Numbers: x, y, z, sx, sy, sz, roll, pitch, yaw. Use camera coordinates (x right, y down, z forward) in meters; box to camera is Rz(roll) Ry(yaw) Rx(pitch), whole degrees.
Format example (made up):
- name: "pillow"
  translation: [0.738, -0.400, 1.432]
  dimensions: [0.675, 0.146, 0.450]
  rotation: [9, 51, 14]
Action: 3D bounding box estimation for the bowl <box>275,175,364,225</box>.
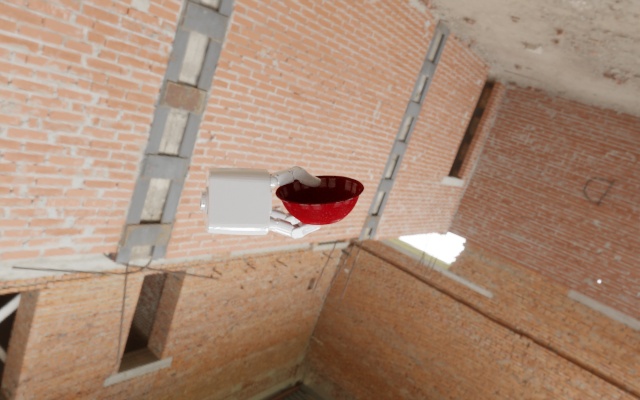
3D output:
- name: "bowl"
  translation: [0.002, 0.003, 0.876]
  dimensions: [0.162, 0.055, 0.162]
  rotation: [-4, 20, 1]
